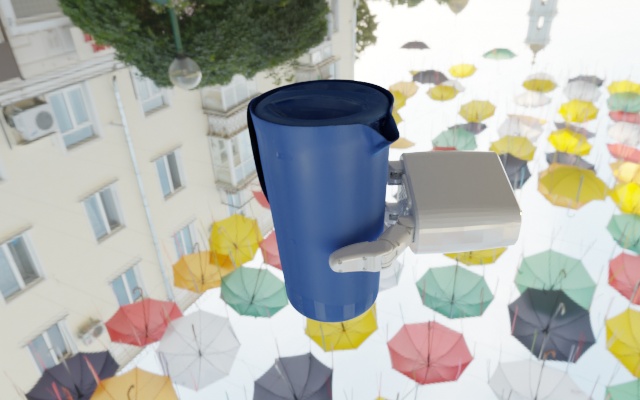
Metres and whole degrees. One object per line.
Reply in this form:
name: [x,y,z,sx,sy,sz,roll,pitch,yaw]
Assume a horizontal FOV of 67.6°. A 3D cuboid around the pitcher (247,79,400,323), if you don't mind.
pitcher: [0.000,0.002,0.505,0.145,0.243,0.149,-4,30,-2]
